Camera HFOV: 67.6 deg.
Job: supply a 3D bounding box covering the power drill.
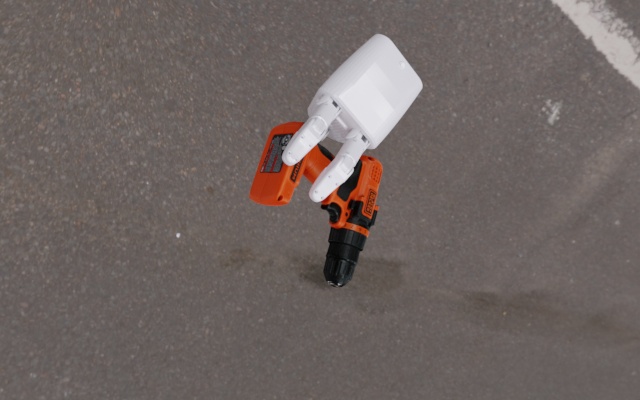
[{"bbox_3d":[0.000,0.002,0.600,0.057,0.184,0.188,1,-21,41],"label":"power drill"}]
